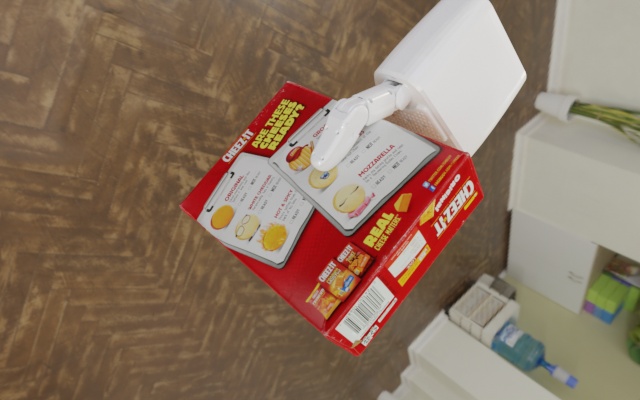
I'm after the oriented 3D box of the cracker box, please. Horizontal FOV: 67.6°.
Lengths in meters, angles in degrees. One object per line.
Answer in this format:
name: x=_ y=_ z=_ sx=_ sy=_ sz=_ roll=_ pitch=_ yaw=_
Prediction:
cracker box: x=0.000 y=0.001 z=0.413 sx=0.213 sy=0.164 sz=0.072 roll=31 pitch=-12 yaw=41
